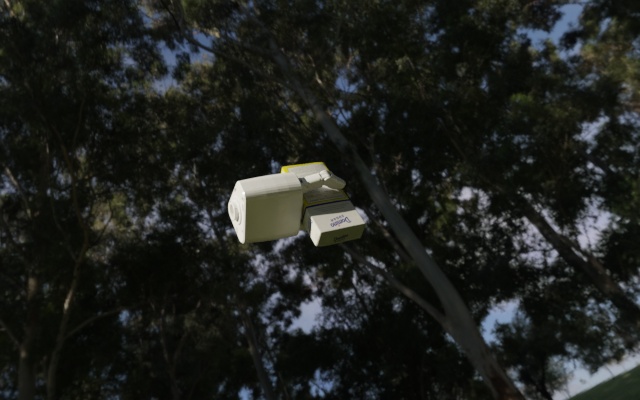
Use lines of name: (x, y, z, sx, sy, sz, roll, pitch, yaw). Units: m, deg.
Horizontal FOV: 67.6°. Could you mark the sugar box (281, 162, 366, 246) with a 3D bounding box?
sugar box: (0.000, 0.003, 0.879, 0.093, 0.176, 0.048, -9, -41, -26)
